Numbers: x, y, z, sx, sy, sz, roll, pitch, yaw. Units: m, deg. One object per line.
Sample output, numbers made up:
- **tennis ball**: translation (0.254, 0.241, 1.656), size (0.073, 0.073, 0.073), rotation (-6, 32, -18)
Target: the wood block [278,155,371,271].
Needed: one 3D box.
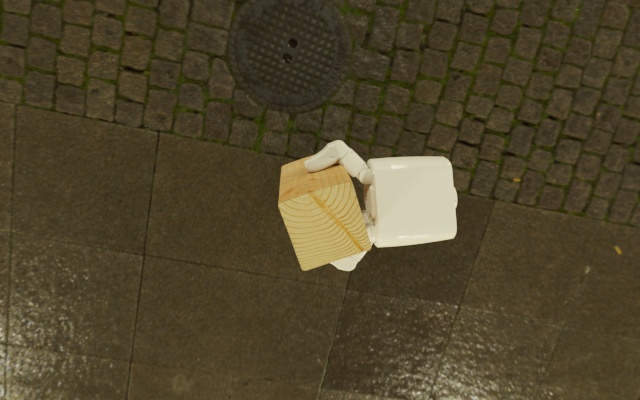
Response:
- **wood block**: translation (0.000, 0.002, 0.649), size (0.090, 0.091, 0.206), rotation (-18, 16, 1)
